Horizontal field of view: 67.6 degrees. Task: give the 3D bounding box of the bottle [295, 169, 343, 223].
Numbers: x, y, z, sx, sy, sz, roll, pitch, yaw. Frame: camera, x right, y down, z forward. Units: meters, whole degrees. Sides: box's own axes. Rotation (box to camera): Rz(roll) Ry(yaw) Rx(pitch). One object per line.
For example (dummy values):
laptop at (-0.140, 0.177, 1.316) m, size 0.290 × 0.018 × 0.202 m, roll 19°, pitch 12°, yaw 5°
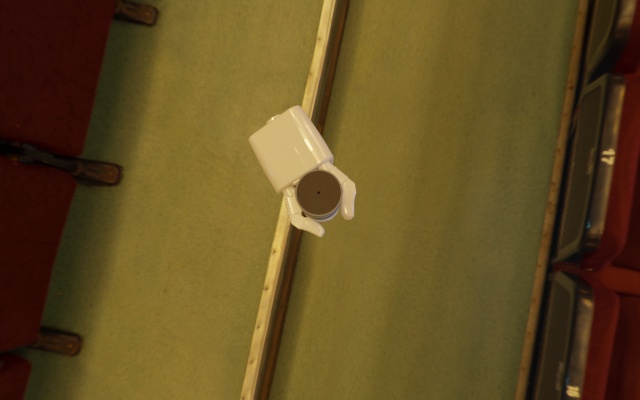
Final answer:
bottle at (0.000, 0.003, 0.807) m, size 0.069 × 0.069 × 0.296 m, roll 0°, pitch -5°, yaw 1°
